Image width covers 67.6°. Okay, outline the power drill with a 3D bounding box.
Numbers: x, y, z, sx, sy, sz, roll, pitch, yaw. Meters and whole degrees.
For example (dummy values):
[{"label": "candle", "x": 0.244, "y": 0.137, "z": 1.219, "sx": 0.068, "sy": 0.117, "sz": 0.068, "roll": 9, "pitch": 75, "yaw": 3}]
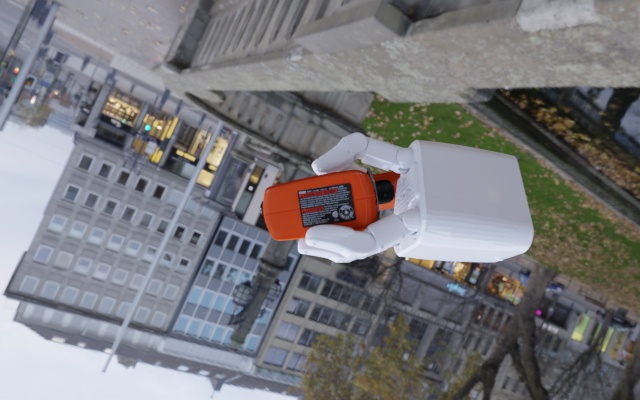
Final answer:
[{"label": "power drill", "x": 0.000, "y": 0.002, "z": 0.525, "sx": 0.184, "sy": 0.057, "sz": 0.187, "roll": -11, "pitch": 3, "yaw": 12}]
